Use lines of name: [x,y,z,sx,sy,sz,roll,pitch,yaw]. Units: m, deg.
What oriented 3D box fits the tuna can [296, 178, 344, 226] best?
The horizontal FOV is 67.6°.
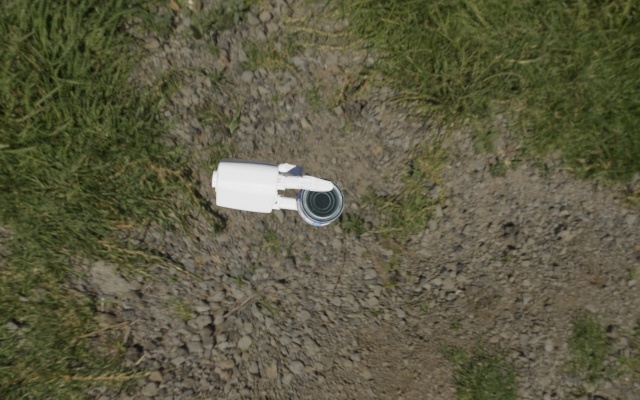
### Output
tuna can: [0.000,0.003,0.884,0.086,0.086,0.034,0,-10,-14]
